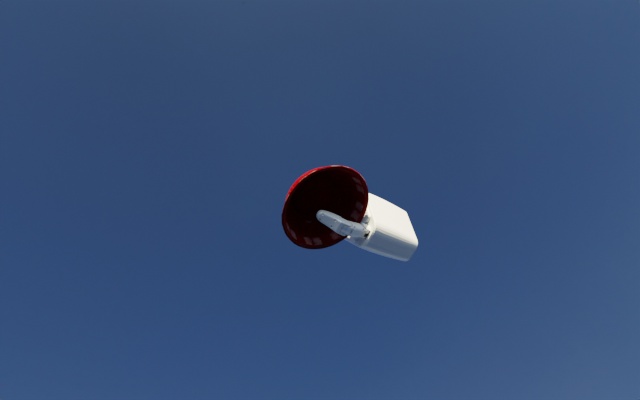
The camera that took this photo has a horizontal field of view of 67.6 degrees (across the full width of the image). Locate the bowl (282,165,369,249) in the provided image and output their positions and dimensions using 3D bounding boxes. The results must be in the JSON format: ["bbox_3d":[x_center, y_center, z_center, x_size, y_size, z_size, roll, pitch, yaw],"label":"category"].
[{"bbox_3d":[-0.001,0.002,0.819,0.162,0.162,0.055,0,29,-29],"label":"bowl"}]
